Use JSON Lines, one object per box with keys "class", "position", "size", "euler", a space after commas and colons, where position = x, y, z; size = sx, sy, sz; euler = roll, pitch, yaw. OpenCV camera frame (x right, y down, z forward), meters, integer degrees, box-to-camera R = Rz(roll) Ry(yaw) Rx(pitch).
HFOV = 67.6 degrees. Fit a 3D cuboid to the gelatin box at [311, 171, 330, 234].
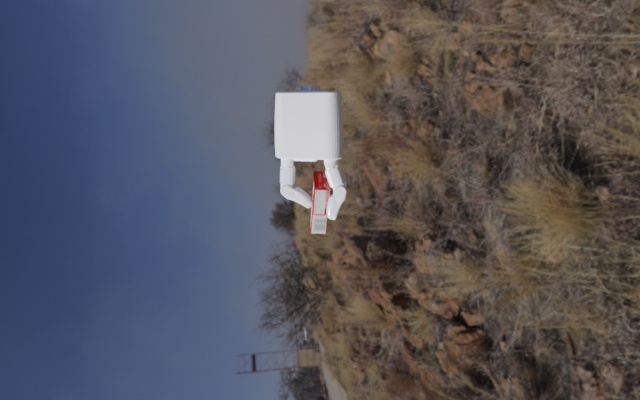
{"class": "gelatin box", "position": [0.000, 0.003, 0.826], "size": [0.030, 0.089, 0.073], "euler": [4, 26, -2]}
